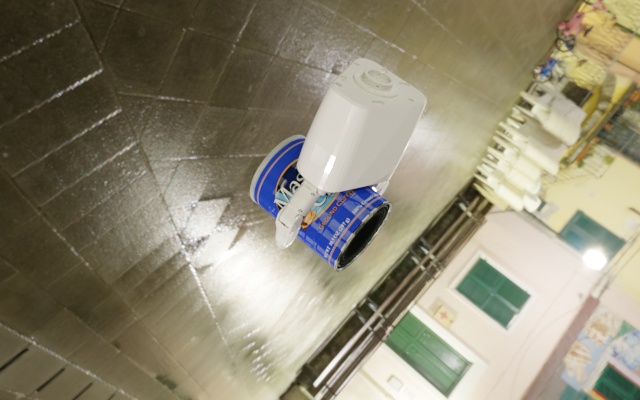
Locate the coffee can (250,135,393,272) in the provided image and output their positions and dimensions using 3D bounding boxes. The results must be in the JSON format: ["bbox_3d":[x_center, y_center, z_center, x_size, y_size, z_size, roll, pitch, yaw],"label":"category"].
[{"bbox_3d":[0.000,0.002,0.576,0.140,0.103,0.103,39,14,18],"label":"coffee can"}]
